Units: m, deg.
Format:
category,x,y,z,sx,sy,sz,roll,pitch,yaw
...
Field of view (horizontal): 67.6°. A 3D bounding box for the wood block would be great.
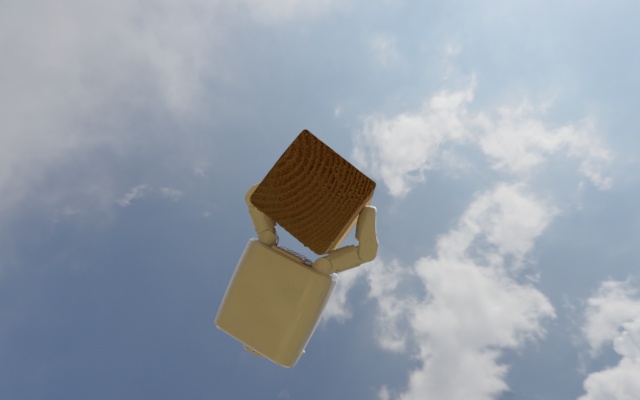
category,x,y,z,sx,sy,sz,roll,pitch,yaw
wood block,0.000,0.002,0.549,0.091,0.090,0.206,38,-2,7
